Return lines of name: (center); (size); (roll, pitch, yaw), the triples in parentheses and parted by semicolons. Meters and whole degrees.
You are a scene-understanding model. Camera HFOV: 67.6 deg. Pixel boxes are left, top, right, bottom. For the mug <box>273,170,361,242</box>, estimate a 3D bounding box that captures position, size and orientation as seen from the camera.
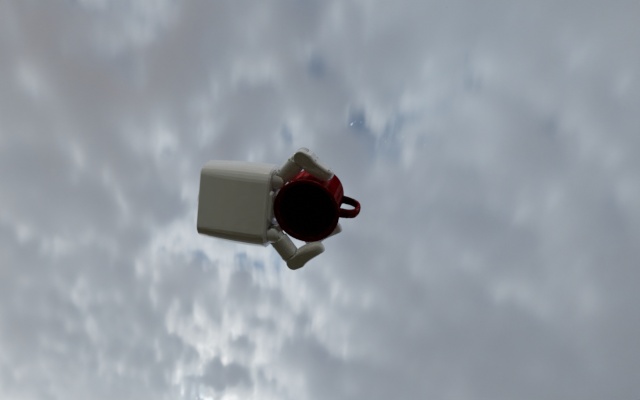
mug: (0.002, 0.002, 0.687); (0.117, 0.093, 0.081); (7, 23, 10)
